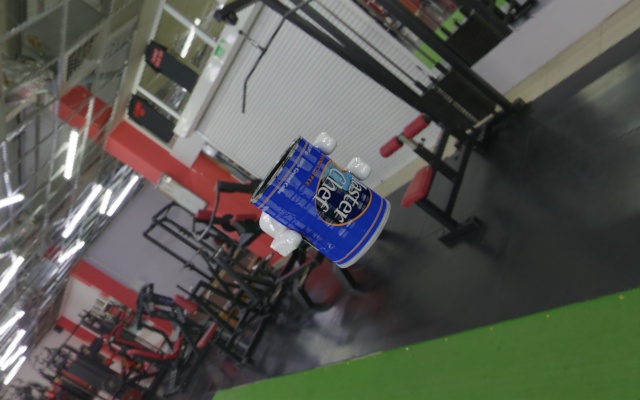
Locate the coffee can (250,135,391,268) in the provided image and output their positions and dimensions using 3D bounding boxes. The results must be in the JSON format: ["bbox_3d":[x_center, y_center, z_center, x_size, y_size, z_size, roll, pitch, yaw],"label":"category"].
[{"bbox_3d":[0.000,0.002,0.587,0.140,0.103,0.103,36,-8,-11],"label":"coffee can"}]
